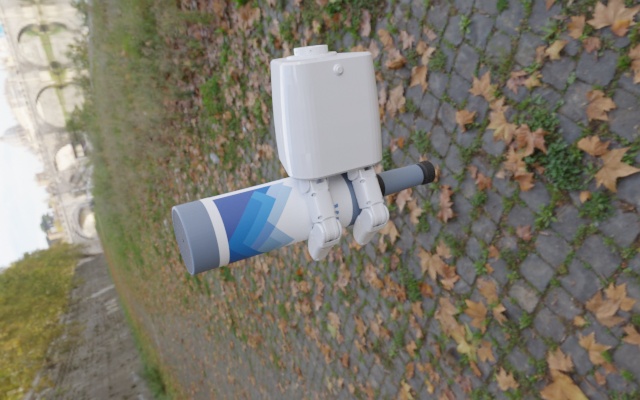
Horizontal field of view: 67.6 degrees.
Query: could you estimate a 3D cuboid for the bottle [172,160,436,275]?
[{"bbox_3d":[0.000,0.002,0.505,0.295,0.069,0.069,-16,7,-25],"label":"bottle"}]
